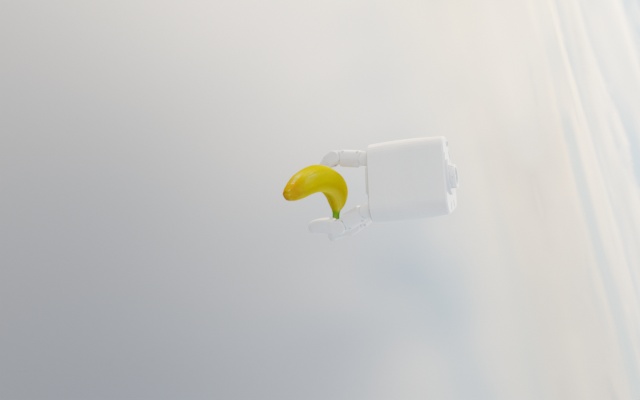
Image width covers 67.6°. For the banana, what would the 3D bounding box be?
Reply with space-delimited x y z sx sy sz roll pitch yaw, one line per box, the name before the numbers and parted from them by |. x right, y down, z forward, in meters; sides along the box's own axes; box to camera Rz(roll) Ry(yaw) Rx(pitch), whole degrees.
banana | 0.003 -0.015 0.666 0.037 0.069 0.198 1 -12 23
